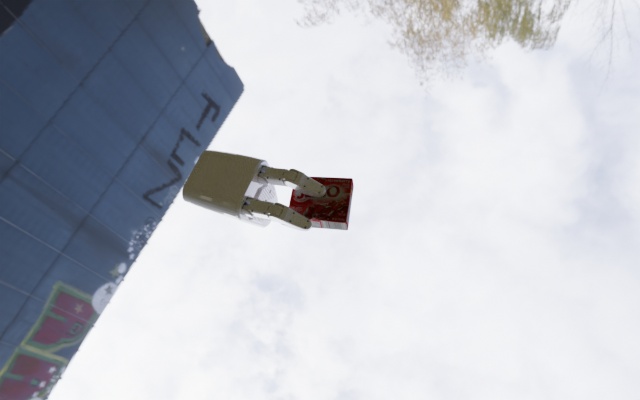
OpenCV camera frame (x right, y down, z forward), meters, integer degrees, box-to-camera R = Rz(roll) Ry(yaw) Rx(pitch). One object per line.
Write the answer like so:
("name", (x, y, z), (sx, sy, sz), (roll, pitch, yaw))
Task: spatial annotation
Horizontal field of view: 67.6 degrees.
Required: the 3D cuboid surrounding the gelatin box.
("gelatin box", (0.001, 0.003, 0.694), (0.089, 0.073, 0.030), (4, -28, 12))
